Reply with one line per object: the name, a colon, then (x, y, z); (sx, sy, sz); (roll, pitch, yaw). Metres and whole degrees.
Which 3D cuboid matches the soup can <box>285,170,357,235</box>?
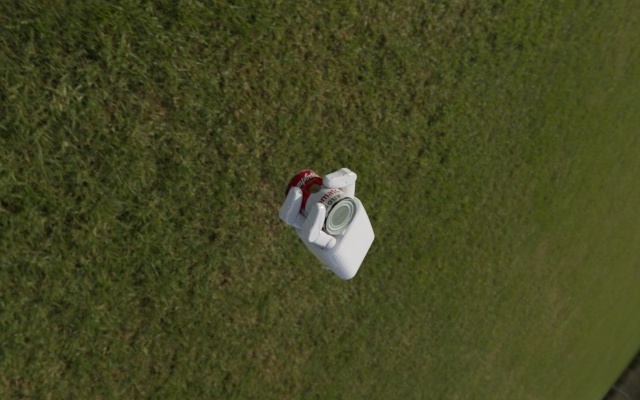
soup can: (0.000, 0.002, 0.764); (0.068, 0.068, 0.102); (0, 28, -46)
